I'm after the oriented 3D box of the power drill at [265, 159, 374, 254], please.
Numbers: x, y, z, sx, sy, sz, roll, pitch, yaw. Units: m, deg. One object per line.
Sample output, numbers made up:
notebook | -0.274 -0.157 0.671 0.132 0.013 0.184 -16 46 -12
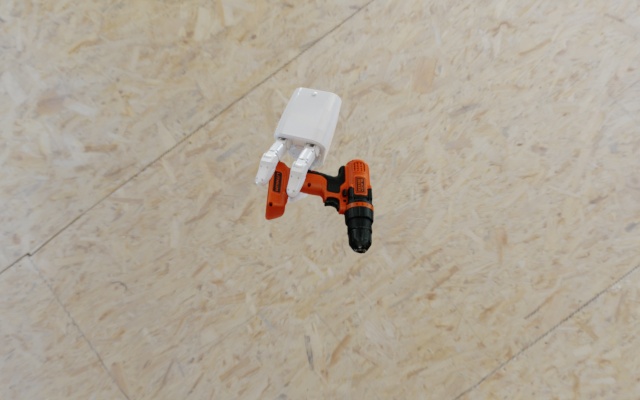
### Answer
power drill | 0.000 0.002 0.831 0.187 0.184 0.057 6 -35 -8
